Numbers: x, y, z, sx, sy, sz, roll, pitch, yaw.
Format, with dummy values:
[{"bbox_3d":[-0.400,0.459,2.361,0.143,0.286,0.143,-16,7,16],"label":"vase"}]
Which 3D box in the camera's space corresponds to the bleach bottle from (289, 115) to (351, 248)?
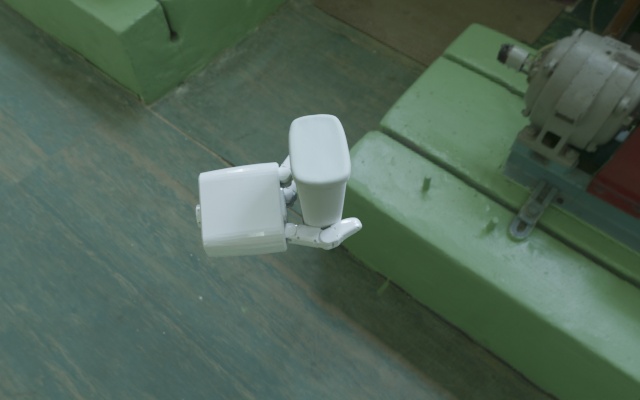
[{"bbox_3d":[0.000,0.002,0.643,0.068,0.102,0.251,-6,-31,-2],"label":"bleach bottle"}]
